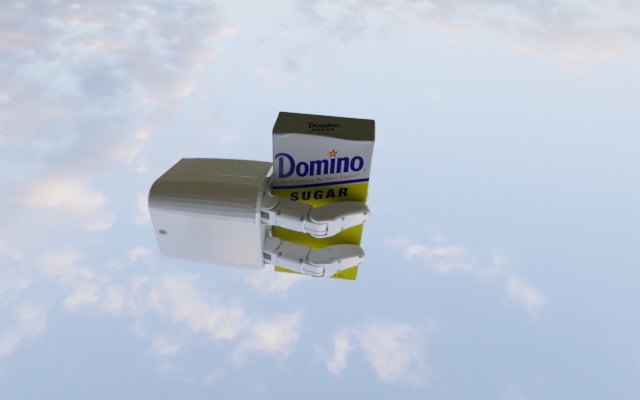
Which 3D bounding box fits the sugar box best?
[{"bbox_3d":[0.000,0.002,0.478,0.093,0.176,0.048,5,40,3],"label":"sugar box"}]
